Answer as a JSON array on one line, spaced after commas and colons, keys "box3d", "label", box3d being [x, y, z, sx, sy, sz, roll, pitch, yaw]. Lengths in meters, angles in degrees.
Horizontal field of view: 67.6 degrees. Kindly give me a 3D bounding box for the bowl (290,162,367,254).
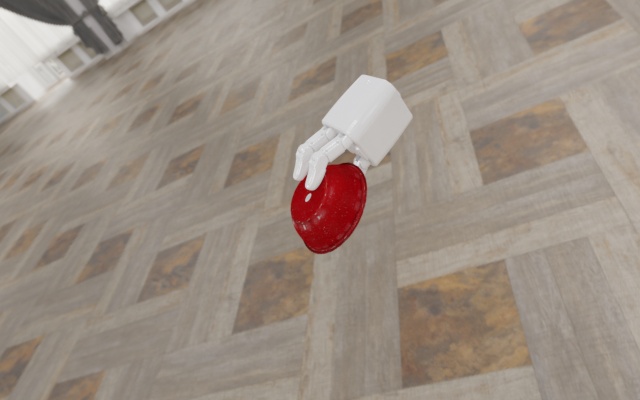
[{"box3d": [-0.001, 0.004, 0.776, 0.055, 0.162, 0.162, 25, -15, -34], "label": "bowl"}]
